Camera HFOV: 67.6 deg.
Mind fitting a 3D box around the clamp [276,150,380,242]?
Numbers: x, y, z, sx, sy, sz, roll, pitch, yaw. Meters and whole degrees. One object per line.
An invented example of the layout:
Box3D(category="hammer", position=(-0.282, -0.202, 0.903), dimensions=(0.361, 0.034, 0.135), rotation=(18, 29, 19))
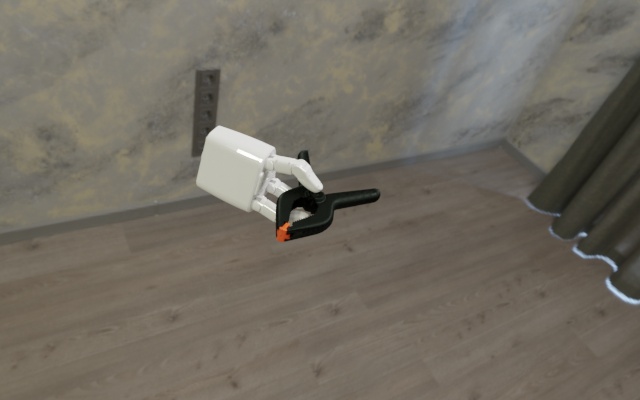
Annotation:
Box3D(category="clamp", position=(0.000, 0.002, 0.780), dimensions=(0.164, 0.036, 0.210), rotation=(24, 42, 9))
